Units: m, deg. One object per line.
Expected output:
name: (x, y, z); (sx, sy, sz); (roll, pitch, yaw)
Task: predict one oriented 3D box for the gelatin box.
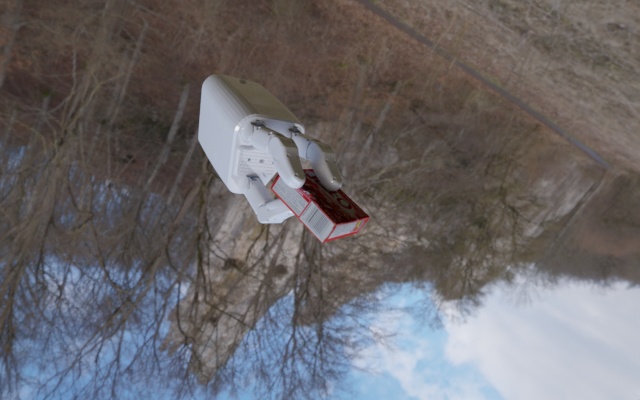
gelatin box: (0.000, 0.002, 0.519); (0.089, 0.030, 0.073); (45, 26, 22)
